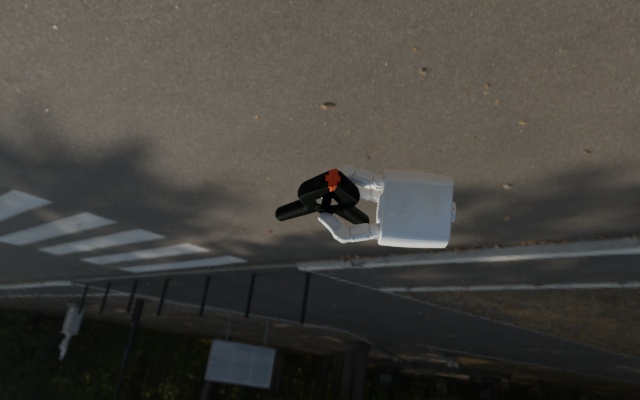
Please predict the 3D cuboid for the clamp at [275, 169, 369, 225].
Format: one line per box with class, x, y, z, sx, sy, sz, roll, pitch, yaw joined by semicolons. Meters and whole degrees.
clamp;0.000;0.003;0.757;0.164;0.036;0.210;2;-19;3
